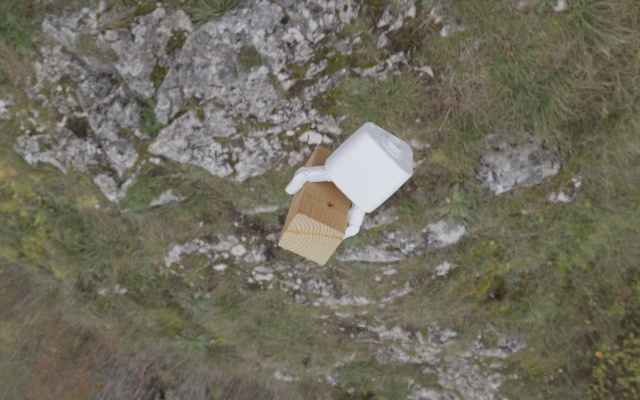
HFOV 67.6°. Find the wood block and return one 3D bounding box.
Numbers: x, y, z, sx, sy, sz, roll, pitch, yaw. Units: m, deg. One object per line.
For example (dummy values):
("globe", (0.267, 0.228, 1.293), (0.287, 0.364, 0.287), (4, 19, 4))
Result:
("wood block", (0.000, 0.003, 0.877), (0.091, 0.090, 0.206), (26, 39, -9))
